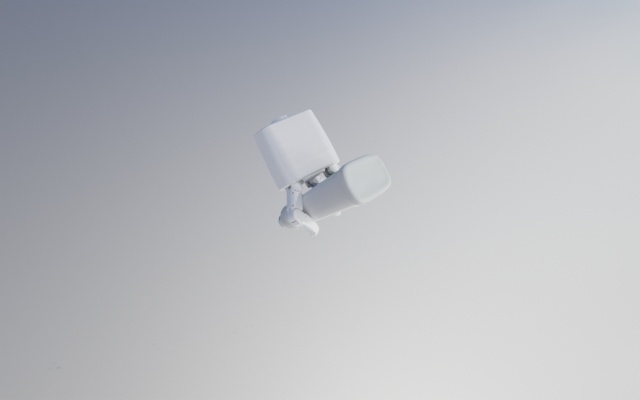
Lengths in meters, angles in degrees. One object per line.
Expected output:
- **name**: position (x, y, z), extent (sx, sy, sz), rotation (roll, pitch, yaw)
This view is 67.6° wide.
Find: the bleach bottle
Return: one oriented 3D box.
- **bleach bottle**: position (0.000, 0.003, 0.818), extent (0.102, 0.068, 0.251), rotation (-27, 0, -43)
